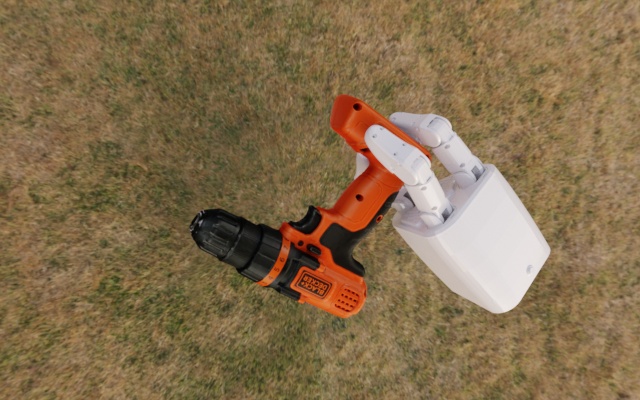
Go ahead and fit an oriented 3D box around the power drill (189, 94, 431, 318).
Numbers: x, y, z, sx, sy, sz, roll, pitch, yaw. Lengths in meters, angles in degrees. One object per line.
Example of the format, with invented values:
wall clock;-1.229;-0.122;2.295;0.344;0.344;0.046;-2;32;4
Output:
power drill;0.001;0.001;0.439;0.184;0.187;0.057;30;5;-26
